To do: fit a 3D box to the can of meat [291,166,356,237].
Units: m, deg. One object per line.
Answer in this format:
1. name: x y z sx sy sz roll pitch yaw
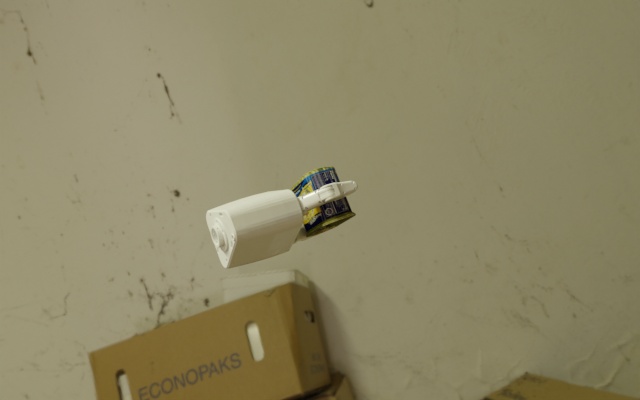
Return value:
1. can of meat: 0.000 0.002 0.743 0.057 0.084 0.102 -17 -9 -27
